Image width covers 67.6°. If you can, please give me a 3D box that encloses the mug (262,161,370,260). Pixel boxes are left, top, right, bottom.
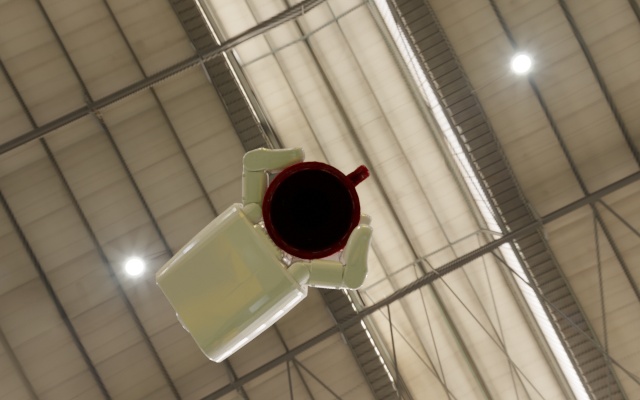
[{"bbox_3d":[0.001,0.001,0.489,0.117,0.093,0.081,-39,1,-1],"label":"mug"}]
